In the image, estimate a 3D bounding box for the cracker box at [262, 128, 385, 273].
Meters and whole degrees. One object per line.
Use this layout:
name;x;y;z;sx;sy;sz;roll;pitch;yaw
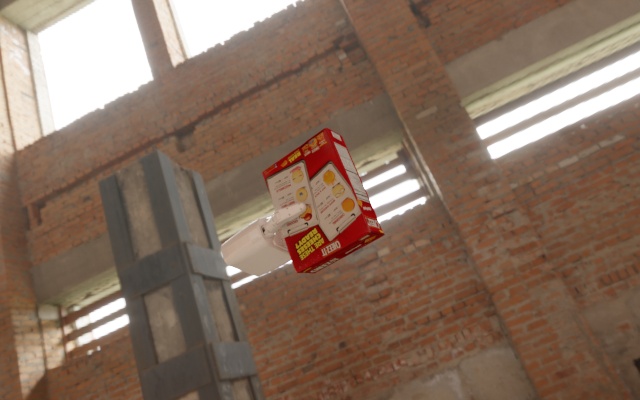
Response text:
cracker box;0.000;0.003;0.872;0.164;0.213;0.072;-32;-23;25
